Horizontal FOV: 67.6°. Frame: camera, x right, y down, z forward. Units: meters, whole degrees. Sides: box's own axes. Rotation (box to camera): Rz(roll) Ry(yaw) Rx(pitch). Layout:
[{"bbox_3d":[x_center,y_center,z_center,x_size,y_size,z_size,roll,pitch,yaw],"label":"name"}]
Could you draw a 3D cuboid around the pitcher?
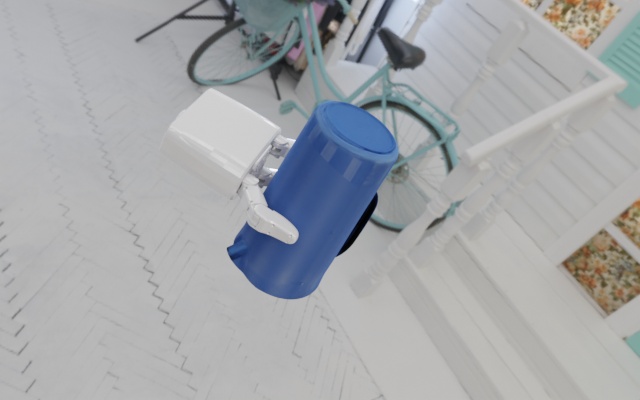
[{"bbox_3d":[0.000,0.002,0.603,0.145,0.243,0.149,33,34,0],"label":"pitcher"}]
